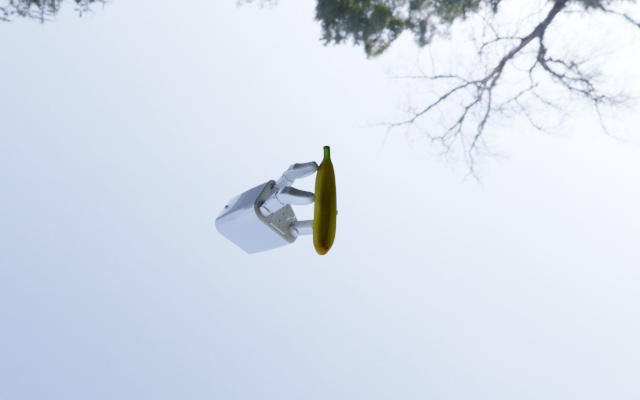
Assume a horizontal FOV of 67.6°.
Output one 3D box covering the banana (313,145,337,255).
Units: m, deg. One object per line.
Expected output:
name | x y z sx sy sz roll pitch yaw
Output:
banana | 0.005 0.010 0.755 0.037 0.197 0.070 -7 -34 12
